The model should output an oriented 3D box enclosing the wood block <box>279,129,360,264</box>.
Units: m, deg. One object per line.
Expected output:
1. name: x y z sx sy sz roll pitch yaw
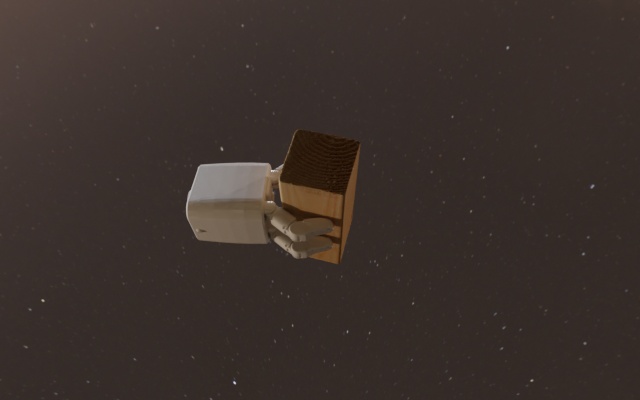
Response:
1. wood block: 0.000 0.002 0.699 0.090 0.090 0.206 12 -30 7
